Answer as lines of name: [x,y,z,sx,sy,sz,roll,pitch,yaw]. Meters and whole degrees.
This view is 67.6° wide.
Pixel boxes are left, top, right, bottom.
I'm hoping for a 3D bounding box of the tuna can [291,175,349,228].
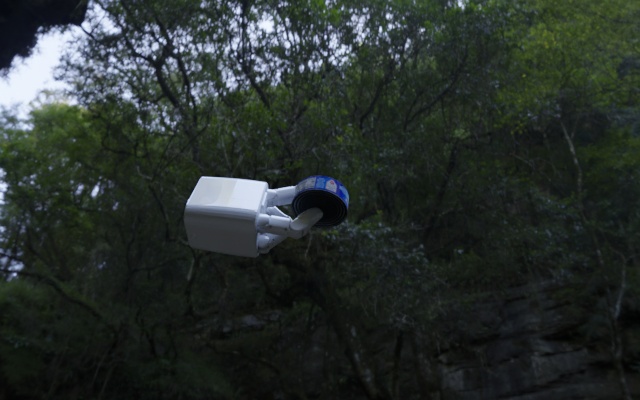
tuna can: [0.000,0.002,0.725,0.086,0.033,0.086,6,-42,5]
